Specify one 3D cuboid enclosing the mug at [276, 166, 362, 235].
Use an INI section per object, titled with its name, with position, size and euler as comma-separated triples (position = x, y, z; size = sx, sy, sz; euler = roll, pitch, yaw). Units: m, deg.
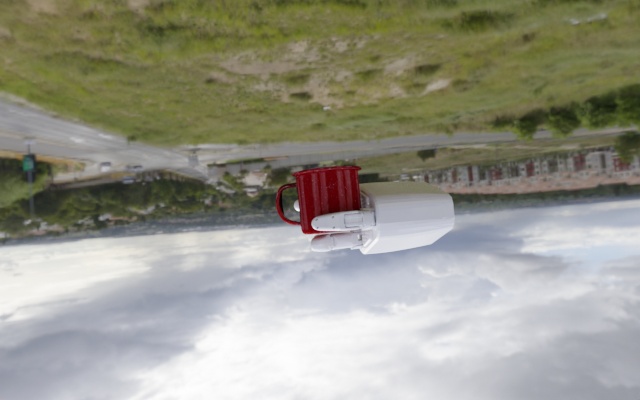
[mug]
position = -0.001, 0.002, 0.628
size = 0.117, 0.081, 0.093
euler = -5, -2, -8
